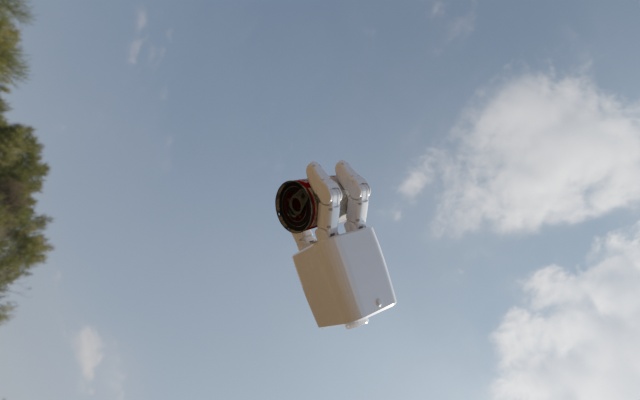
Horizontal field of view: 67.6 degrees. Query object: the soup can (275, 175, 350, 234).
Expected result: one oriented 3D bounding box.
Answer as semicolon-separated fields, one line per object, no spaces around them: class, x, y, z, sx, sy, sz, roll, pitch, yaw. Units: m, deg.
soup can;0.000;0.002;0.637;0.068;0.068;0.102;0;7;45
